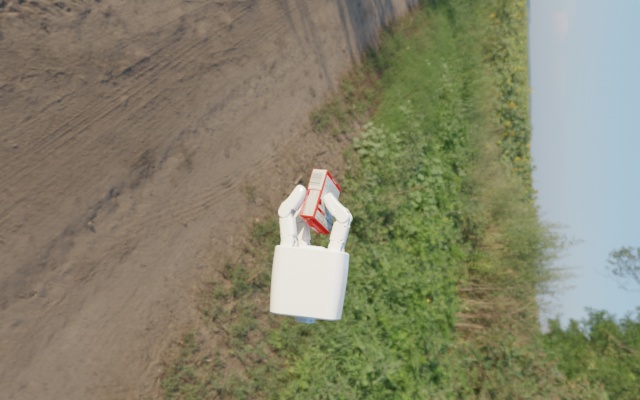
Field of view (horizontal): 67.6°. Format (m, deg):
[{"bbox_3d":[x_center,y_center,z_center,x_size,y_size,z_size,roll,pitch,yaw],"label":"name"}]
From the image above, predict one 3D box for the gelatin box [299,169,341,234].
[{"bbox_3d":[0.001,0.002,0.797,0.030,0.089,0.073,7,-21,25],"label":"gelatin box"}]
